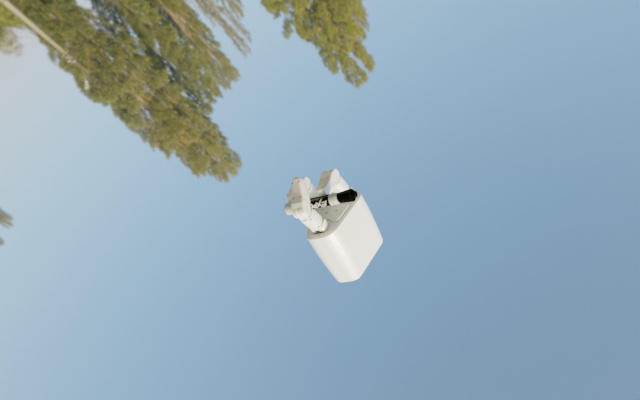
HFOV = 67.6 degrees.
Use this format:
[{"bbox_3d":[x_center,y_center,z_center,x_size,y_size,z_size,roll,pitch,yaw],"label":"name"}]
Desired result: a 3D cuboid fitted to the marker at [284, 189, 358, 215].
[{"bbox_3d":[0.000,0.002,0.703,0.121,0.020,0.020,-13,-7,31],"label":"marker"}]
